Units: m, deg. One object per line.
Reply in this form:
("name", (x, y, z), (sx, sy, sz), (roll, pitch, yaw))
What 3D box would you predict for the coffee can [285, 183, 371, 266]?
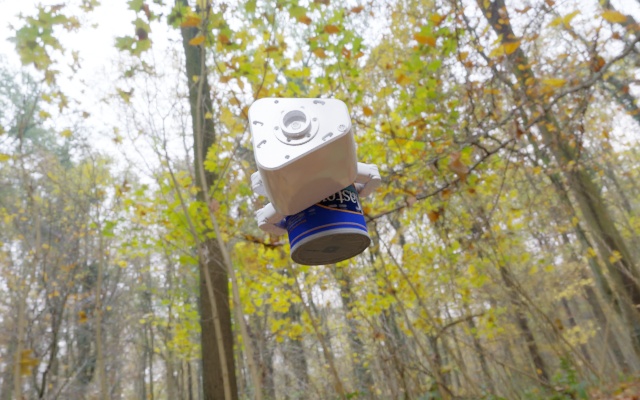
("coffee can", (0.000, 0.002, 0.628), (0.103, 0.140, 0.103), (-10, -26, -5))
